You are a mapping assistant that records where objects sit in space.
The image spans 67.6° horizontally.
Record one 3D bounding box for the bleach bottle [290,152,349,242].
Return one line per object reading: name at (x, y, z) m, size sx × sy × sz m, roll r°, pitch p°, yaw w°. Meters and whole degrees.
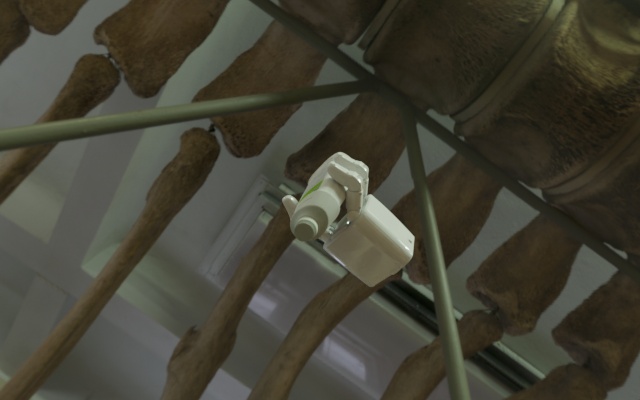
bleach bottle at (0.000, 0.002, 0.753) m, size 0.102 × 0.068 × 0.250 m, roll -46°, pitch 5°, yaw 25°
